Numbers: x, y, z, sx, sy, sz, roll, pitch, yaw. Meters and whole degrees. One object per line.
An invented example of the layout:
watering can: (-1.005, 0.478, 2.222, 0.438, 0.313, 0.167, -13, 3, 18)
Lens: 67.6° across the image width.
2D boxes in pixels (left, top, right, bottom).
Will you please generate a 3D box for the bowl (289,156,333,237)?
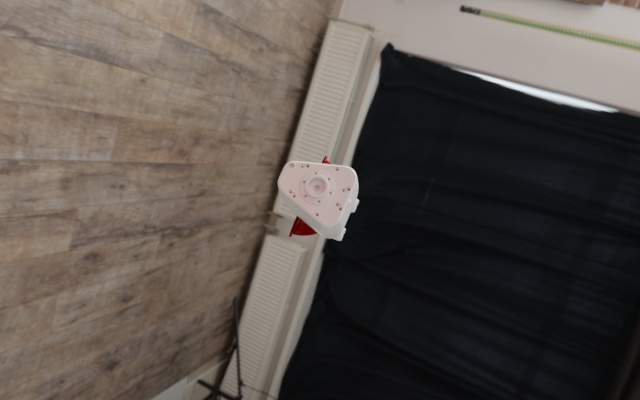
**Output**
bowl: (0.000, 0.003, 0.865, 0.055, 0.162, 0.162, 25, -2, -4)
